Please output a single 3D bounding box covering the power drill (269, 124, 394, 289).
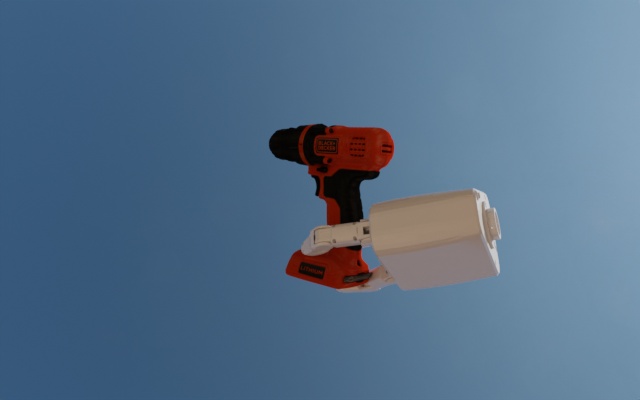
[{"bbox_3d":[0.000,0.002,0.575,0.057,0.187,0.184,-4,9,-45],"label":"power drill"}]
